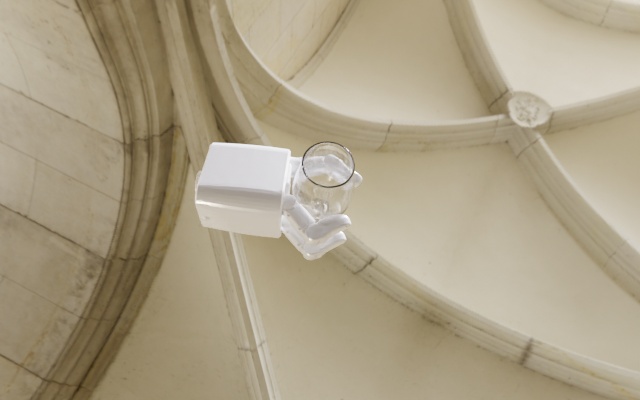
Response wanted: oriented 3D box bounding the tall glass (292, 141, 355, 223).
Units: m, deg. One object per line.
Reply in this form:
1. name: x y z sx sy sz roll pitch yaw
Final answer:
1. tall glass: 0.000 0.002 0.634 0.079 0.079 0.201 0 -26 -6
